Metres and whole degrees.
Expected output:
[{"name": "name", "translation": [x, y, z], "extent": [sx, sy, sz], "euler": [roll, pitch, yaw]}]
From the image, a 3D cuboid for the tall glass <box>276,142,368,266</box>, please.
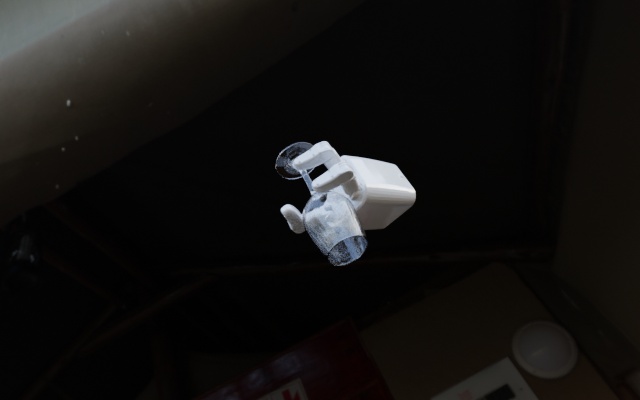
[{"name": "tall glass", "translation": [0.000, 0.002, 0.710], "extent": [0.079, 0.079, 0.201], "euler": [0, 42, -30]}]
